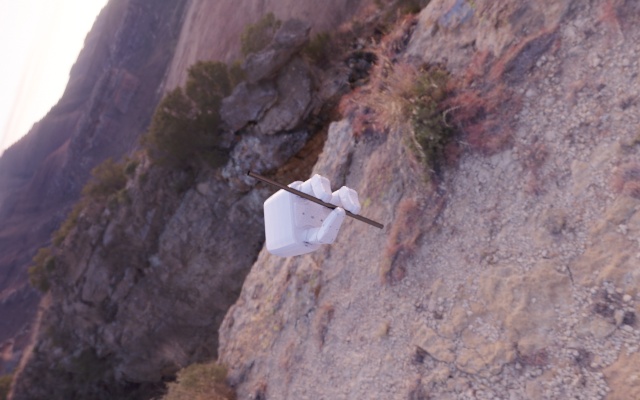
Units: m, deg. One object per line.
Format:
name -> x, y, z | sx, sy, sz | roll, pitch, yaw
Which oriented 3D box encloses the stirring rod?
stirring rod -> 0.000, 0.002, 0.712 | 0.239, 0.011, 0.011 | 22, -11, -27
